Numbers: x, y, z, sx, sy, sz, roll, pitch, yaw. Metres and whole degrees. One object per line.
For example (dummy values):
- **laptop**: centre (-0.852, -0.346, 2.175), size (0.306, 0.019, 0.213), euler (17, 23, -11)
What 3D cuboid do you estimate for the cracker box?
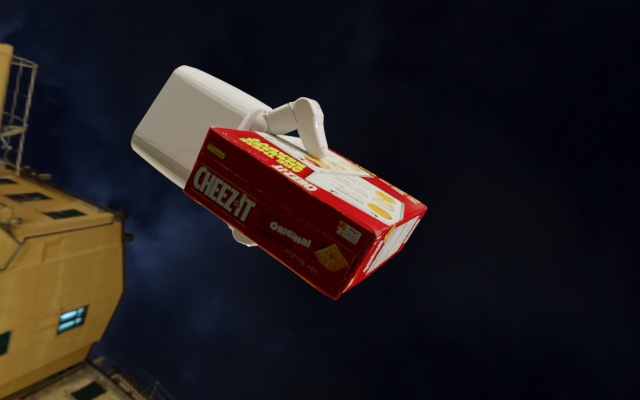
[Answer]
- **cracker box**: centre (0.000, 0.001, 0.466), size (0.164, 0.072, 0.213), euler (32, 16, 17)
